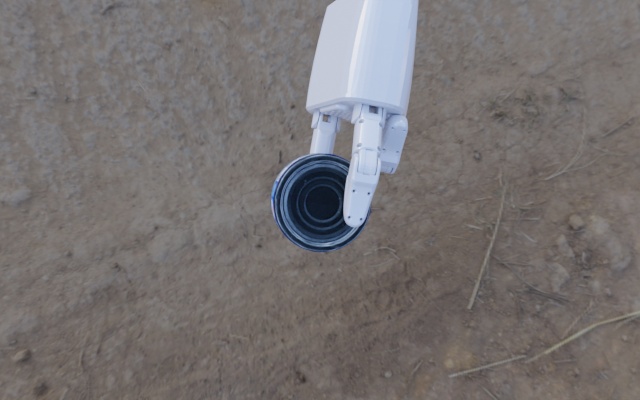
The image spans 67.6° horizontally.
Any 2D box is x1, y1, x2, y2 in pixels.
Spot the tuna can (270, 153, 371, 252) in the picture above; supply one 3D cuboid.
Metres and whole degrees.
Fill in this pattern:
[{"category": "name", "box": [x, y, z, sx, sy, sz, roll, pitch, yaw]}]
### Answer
[{"category": "tuna can", "box": [0.000, 0.001, 0.416, 0.086, 0.086, 0.034, 0, 5, -9]}]
